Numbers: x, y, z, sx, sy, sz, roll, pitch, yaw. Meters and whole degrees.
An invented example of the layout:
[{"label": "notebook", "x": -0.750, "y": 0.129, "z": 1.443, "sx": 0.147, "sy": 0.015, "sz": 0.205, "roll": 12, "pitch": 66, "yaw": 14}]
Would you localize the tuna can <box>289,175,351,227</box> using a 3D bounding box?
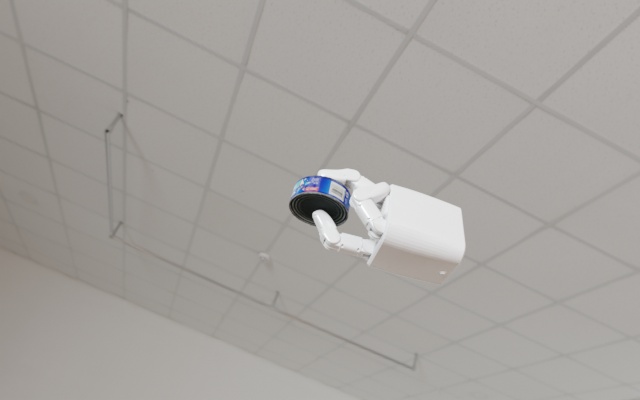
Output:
[{"label": "tuna can", "x": 0.000, "y": 0.002, "z": 0.684, "sx": 0.086, "sy": 0.033, "sz": 0.086, "roll": 9, "pitch": -34, "yaw": 6}]
